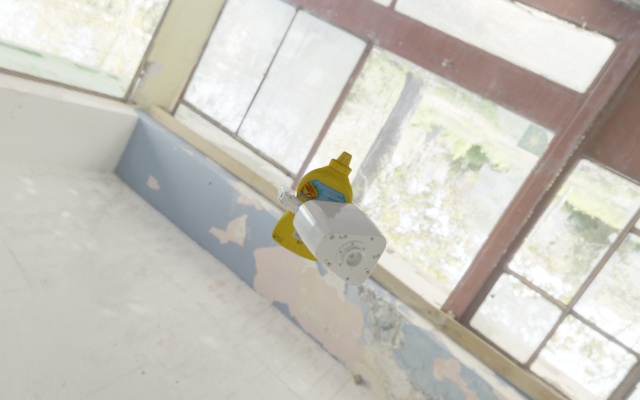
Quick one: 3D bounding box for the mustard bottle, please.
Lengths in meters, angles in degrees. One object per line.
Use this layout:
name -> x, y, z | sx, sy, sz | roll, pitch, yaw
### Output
mustard bottle -> 0.000, 0.003, 0.816 | 0.096, 0.192, 0.058 | 29, 12, -4
